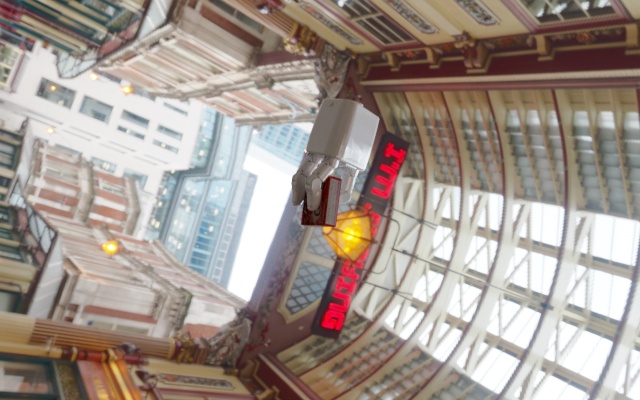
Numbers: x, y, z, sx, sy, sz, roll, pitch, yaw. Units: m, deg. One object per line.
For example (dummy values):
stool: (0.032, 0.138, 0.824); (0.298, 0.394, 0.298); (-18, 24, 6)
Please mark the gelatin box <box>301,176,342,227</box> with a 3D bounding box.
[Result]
gelatin box: (0.000, 0.003, 0.861); (0.030, 0.089, 0.073); (12, -9, -36)
